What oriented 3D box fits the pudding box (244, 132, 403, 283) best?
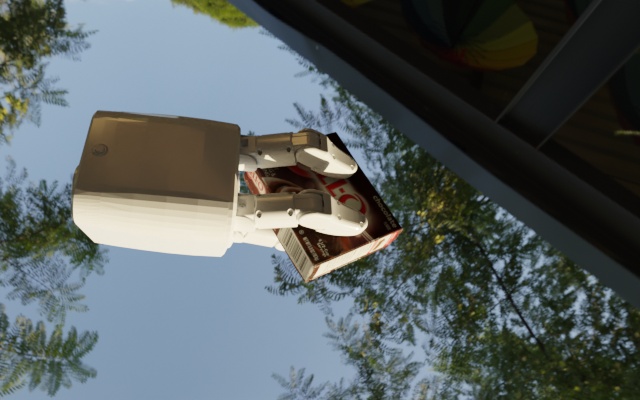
[{"bbox_3d":[0.000,0.001,0.403,0.090,0.113,0.039,-20,-22,-29],"label":"pudding box"}]
